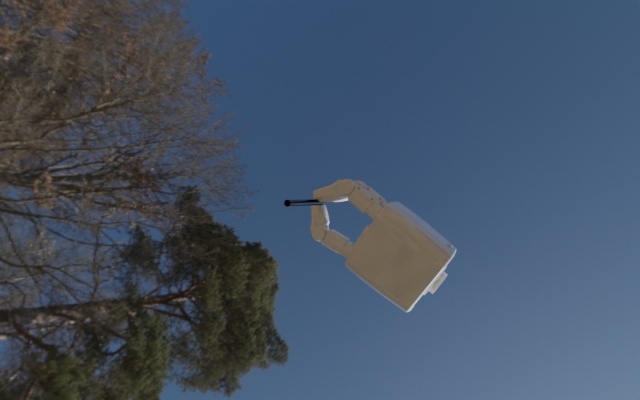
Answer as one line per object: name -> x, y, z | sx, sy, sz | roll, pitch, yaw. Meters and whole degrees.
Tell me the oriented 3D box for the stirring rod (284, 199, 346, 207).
stirring rod -> 0.000, 0.002, 0.658 | 0.011, 0.011, 0.239 | 0, 0, 18
